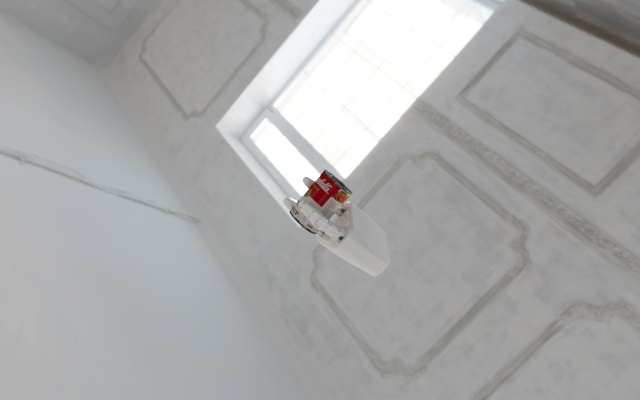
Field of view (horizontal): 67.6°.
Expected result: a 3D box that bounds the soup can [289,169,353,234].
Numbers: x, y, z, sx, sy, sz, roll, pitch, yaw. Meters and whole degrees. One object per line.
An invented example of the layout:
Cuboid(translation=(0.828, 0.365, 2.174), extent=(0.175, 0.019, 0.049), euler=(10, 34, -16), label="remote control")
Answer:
Cuboid(translation=(0.000, 0.003, 0.875), extent=(0.068, 0.102, 0.068), euler=(40, 9, -8), label="soup can")
